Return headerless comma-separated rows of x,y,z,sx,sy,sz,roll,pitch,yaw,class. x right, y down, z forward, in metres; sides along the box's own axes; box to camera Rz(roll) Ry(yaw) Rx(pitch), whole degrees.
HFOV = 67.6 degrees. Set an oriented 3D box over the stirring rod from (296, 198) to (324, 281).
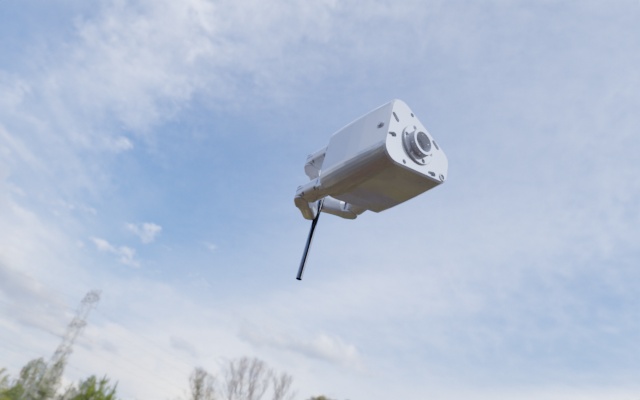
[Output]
0.000,0.002,0.664,0.011,0.239,0.011,11,-34,7,stirring rod
